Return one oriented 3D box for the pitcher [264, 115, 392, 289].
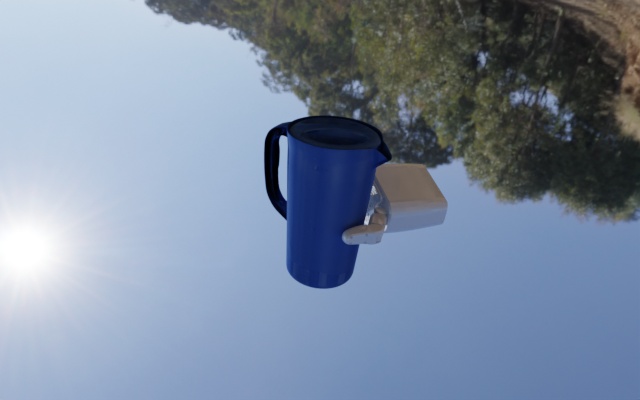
[{"bbox_3d":[0.000,0.002,0.707,0.145,0.243,0.149,-5,30,-21],"label":"pitcher"}]
